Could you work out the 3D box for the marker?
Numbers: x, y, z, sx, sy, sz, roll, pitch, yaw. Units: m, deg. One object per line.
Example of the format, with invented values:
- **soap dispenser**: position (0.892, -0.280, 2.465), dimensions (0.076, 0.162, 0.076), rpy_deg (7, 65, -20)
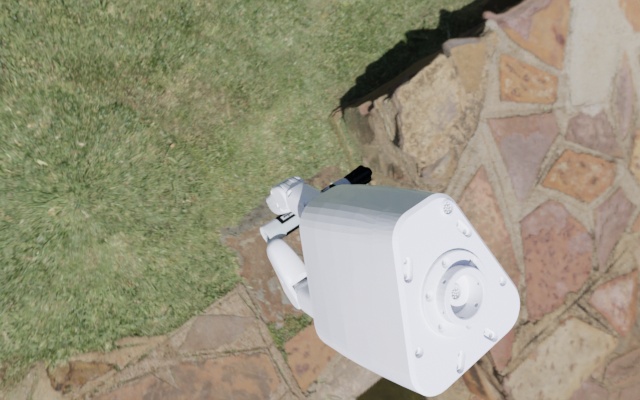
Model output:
- **marker**: position (0.000, 0.001, 0.431), dimensions (0.121, 0.020, 0.020), rpy_deg (-32, 14, -24)
